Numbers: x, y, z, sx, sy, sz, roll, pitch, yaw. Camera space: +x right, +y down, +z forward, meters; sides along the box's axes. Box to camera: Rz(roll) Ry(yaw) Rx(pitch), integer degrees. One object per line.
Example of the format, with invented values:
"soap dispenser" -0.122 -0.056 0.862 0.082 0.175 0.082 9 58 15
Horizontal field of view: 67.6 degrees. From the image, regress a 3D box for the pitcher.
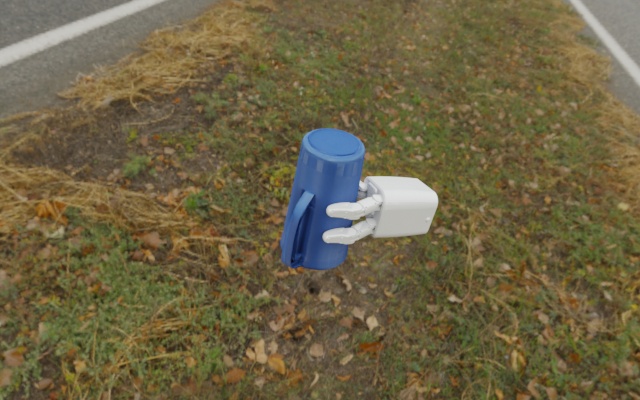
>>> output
"pitcher" 0.000 0.003 0.858 0.145 0.243 0.149 0 37 -14
